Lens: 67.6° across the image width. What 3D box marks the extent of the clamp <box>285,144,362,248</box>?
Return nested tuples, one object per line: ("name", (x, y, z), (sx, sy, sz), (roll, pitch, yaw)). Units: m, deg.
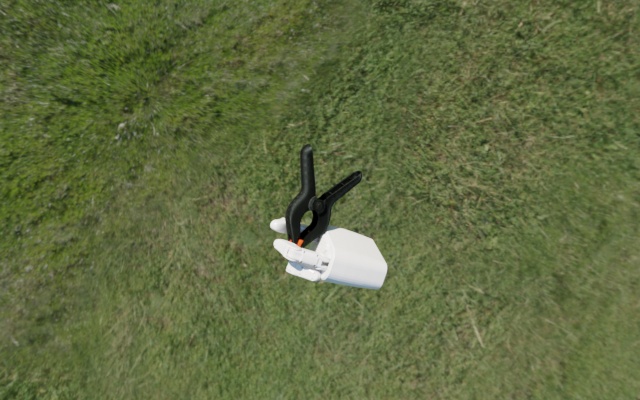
("clamp", (0.000, 0.003, 0.796), (0.120, 0.171, 0.039), (16, 6, -21))
